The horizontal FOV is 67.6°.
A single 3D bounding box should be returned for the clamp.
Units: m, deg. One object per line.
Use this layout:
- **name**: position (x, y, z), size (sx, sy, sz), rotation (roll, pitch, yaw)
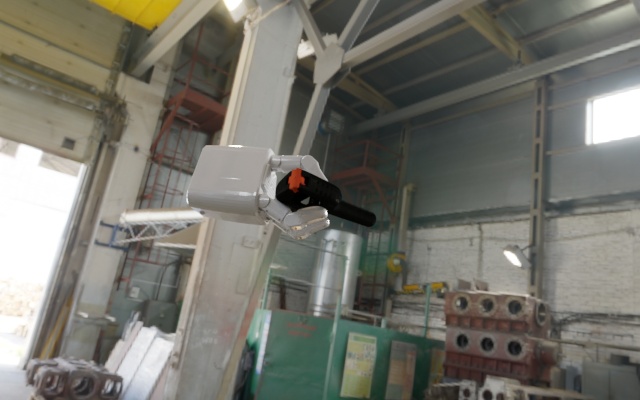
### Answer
- **clamp**: position (0.000, 0.001, 0.705), size (0.164, 0.036, 0.210), rotation (4, -16, 7)
